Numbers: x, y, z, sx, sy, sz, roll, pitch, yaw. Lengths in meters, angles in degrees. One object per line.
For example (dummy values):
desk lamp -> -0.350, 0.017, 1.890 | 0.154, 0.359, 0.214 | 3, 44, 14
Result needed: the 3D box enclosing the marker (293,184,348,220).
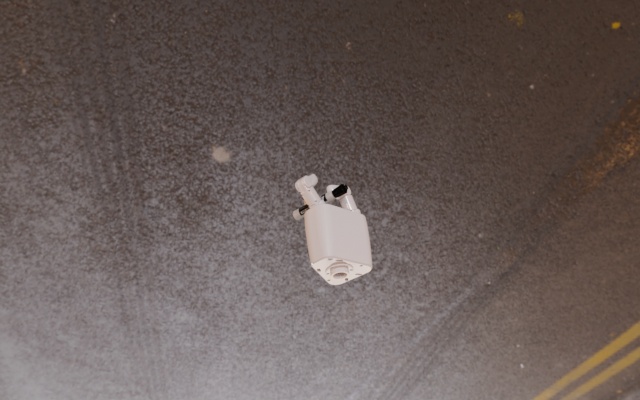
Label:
marker -> 0.000, 0.003, 0.859 | 0.121, 0.020, 0.020 | -30, -15, 29
